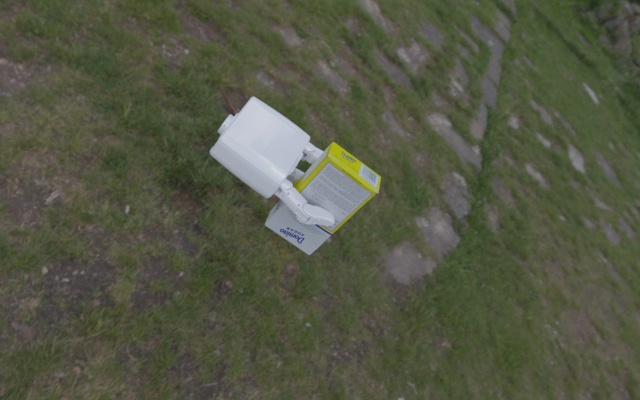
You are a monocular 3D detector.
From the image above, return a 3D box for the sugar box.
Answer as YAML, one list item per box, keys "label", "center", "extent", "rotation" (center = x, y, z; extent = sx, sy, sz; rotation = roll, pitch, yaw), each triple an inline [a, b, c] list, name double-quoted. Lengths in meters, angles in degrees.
- label: "sugar box"
  center: [0.000, 0.002, 0.724]
  extent: [0.093, 0.048, 0.176]
  rotation: [36, -50, -13]
